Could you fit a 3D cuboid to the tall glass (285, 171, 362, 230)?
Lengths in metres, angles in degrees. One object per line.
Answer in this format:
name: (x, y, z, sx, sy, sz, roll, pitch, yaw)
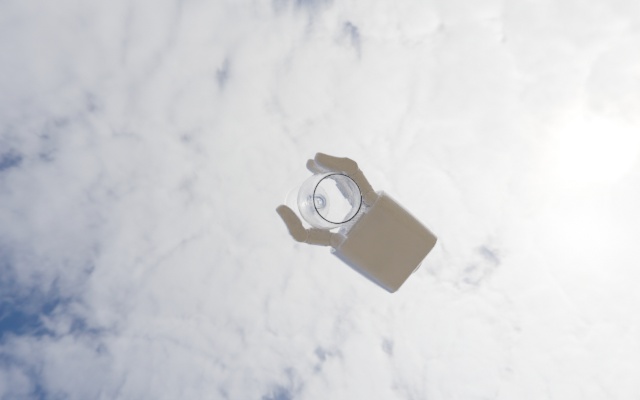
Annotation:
tall glass: (0.000, 0.002, 0.673, 0.079, 0.079, 0.201, 0, -3, -12)
